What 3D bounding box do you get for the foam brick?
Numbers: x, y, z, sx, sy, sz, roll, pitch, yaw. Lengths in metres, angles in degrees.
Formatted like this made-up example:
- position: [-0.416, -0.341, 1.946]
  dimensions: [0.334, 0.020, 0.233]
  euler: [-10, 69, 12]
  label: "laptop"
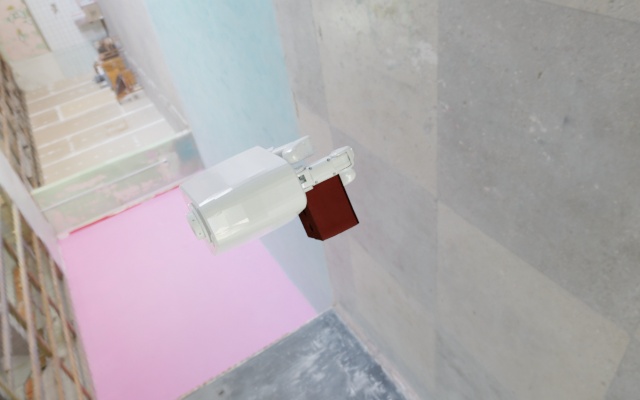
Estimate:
- position: [0.000, 0.002, 0.562]
  dimensions: [0.051, 0.078, 0.053]
  euler: [-28, 12, -20]
  label: "foam brick"
